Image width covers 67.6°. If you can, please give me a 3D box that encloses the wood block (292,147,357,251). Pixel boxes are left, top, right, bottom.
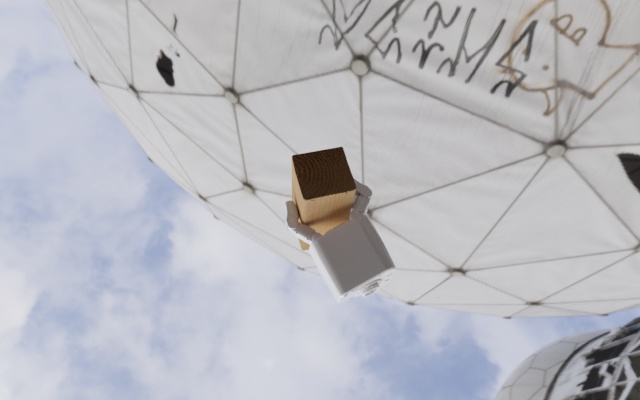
[{"bbox_3d":[0.000,0.003,0.864,0.091,0.090,0.206,-11,-27,-10],"label":"wood block"}]
